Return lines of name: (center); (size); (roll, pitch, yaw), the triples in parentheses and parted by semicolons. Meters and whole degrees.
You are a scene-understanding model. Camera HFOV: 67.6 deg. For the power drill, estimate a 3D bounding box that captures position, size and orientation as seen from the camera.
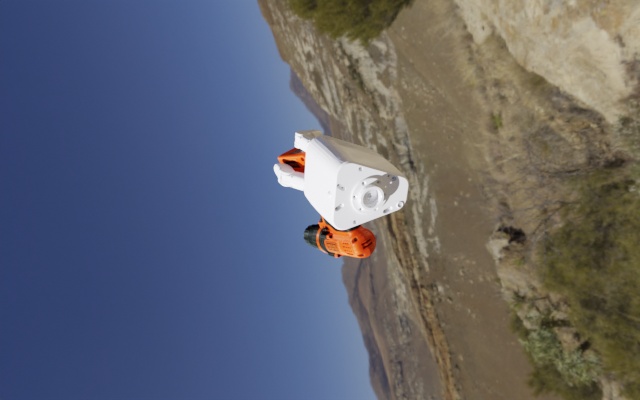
power drill: (0.000, 0.002, 0.772); (0.057, 0.188, 0.184); (-32, 16, -27)
